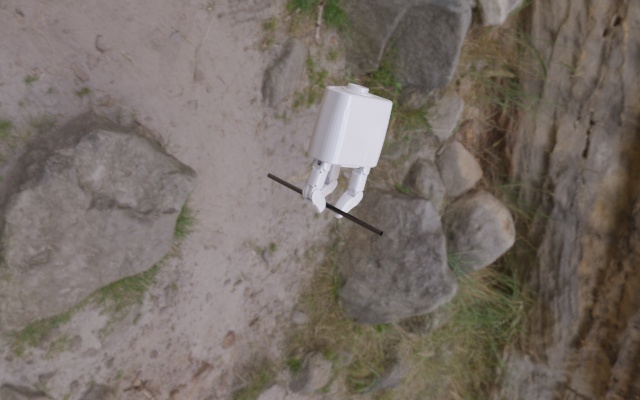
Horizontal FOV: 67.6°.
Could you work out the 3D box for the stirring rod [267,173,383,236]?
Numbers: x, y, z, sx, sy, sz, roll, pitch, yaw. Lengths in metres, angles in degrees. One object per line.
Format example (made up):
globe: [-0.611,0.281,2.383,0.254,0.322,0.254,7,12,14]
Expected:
stirring rod: [0.000,0.002,0.773,0.239,0.011,0.011,27,15,32]
